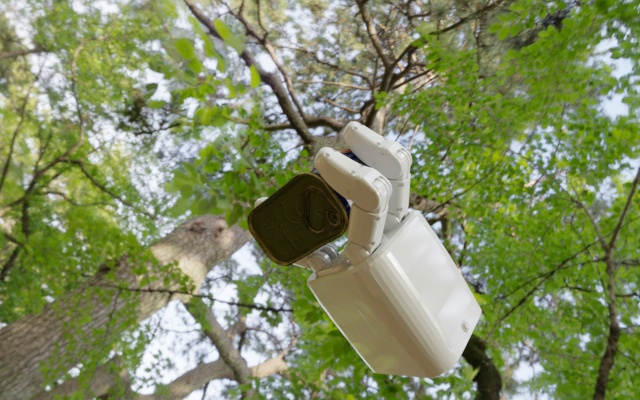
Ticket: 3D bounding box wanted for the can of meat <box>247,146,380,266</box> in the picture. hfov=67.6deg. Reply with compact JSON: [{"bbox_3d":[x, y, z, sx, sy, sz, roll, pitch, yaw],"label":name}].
[{"bbox_3d":[0.000,0.001,0.412,0.102,0.057,0.084,-35,2,42],"label":"can of meat"}]
